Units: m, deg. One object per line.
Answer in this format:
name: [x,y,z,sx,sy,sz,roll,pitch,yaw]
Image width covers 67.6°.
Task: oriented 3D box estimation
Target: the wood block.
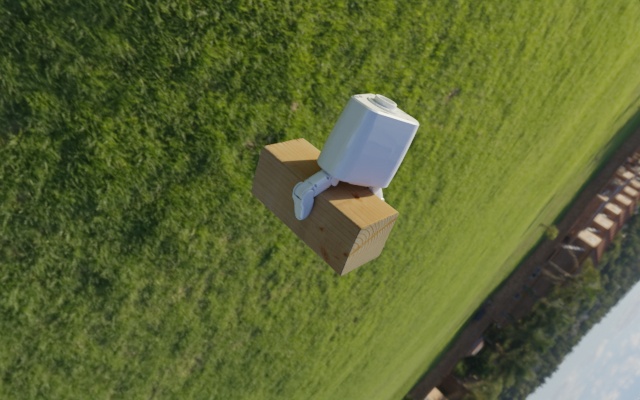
wood block: [0.000,0.002,0.714,0.091,0.090,0.206,-19,49,-43]
